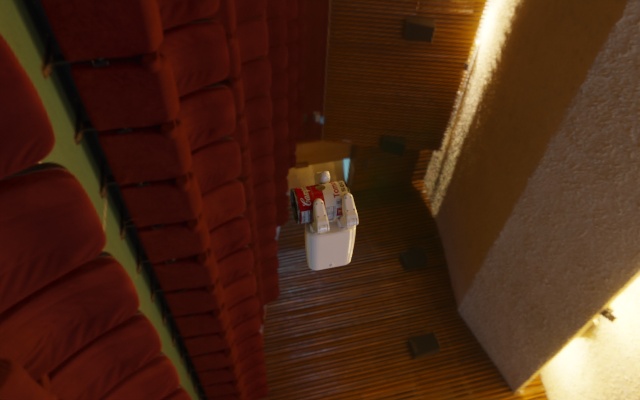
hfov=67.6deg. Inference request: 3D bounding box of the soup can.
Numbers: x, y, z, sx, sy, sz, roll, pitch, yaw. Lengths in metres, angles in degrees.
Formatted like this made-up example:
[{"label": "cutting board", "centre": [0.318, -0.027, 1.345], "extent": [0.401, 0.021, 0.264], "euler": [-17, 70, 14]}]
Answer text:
[{"label": "soup can", "centre": [0.000, 0.002, 0.892], "extent": [0.102, 0.068, 0.068], "euler": [-9, 2, -11]}]
